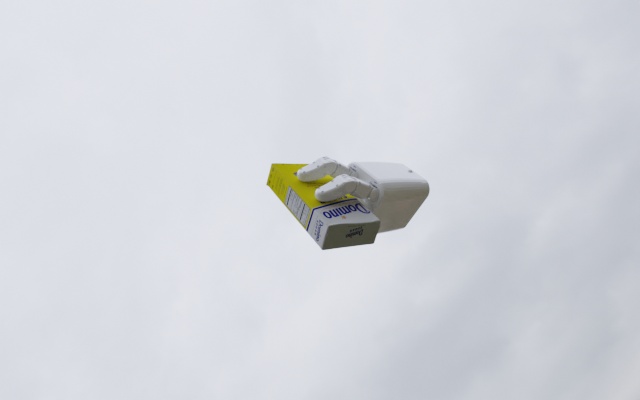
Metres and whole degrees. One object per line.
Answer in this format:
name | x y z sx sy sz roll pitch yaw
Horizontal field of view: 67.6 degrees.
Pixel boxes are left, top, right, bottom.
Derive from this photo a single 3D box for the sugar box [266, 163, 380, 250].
sugar box | 0.000 0.002 0.701 0.093 0.048 0.176 -4 31 -35
